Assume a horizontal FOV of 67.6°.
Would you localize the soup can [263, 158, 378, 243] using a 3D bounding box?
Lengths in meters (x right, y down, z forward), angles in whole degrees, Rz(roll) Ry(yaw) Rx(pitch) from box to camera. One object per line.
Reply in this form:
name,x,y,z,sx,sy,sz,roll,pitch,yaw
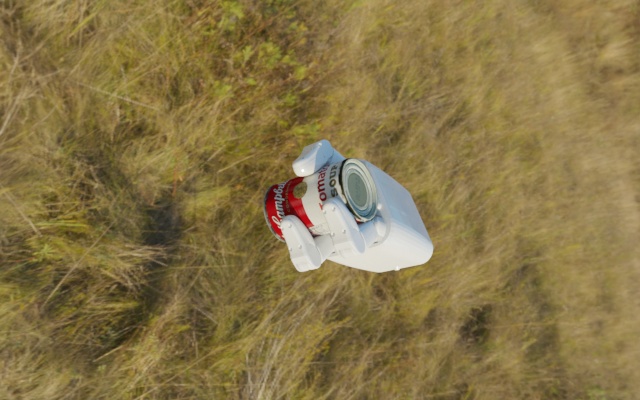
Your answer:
soup can,0.000,0.001,0.501,0.102,0.068,0.068,-18,-10,34
